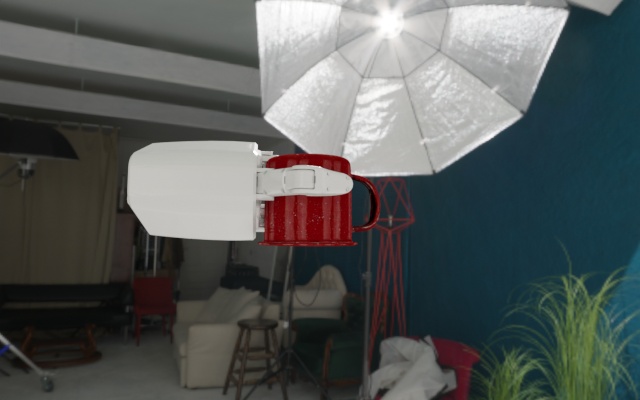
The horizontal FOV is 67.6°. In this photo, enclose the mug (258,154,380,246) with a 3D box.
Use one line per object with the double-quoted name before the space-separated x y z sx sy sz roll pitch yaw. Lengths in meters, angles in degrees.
"mug" 0.002 0.001 0.454 0.117 0.081 0.093 1 -4 -8
